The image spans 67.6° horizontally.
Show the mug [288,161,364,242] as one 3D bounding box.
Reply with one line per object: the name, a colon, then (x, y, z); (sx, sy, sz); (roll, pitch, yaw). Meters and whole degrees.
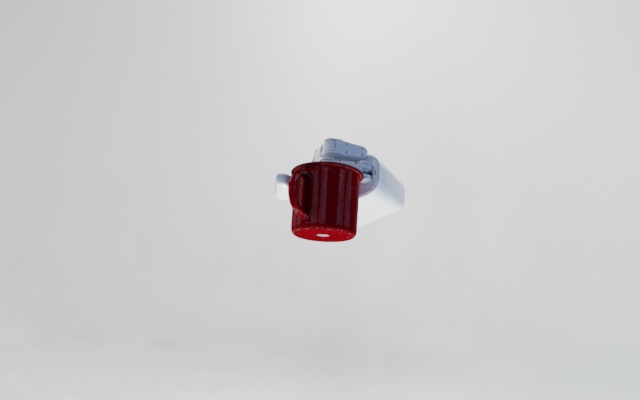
mug: (-0.001, 0.002, 0.587); (0.093, 0.081, 0.117); (-6, -19, 31)
